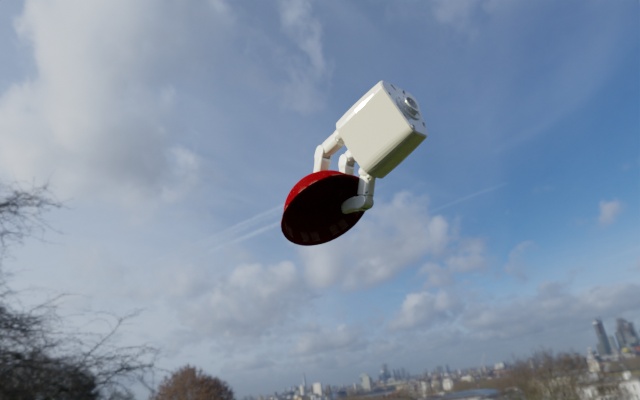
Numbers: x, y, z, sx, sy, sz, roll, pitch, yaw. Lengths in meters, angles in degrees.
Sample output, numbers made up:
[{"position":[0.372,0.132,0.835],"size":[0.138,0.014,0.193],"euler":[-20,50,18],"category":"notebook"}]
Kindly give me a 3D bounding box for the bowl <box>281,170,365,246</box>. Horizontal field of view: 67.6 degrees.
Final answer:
[{"position":[-0.001,0.003,0.808],"size":[0.162,0.162,0.055],"euler":[0,41,-33],"category":"bowl"}]
